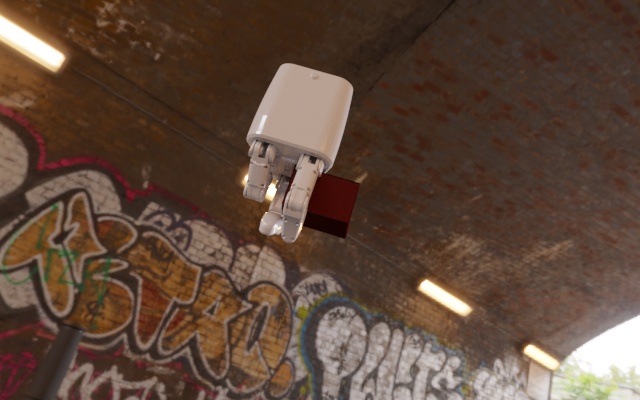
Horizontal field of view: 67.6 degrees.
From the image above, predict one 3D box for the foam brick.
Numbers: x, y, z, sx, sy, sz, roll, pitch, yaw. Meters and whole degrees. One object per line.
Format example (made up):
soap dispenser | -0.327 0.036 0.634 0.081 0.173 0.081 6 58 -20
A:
foam brick | 0.000 0.002 0.538 0.078 0.051 0.053 17 -23 3
